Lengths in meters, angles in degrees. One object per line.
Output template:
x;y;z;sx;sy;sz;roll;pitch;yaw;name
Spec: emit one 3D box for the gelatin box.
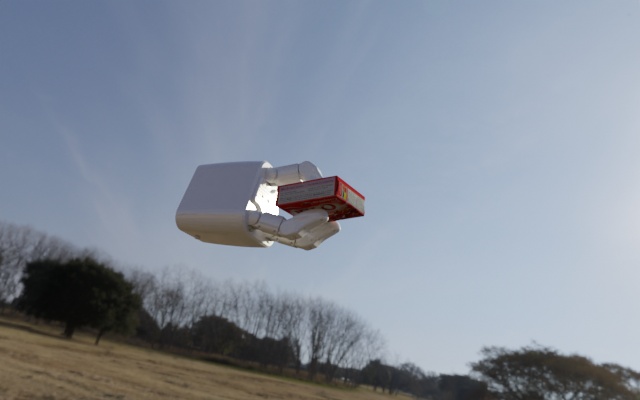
0.000;0.001;0.592;0.089;0.030;0.073;-10;-25;30;gelatin box
